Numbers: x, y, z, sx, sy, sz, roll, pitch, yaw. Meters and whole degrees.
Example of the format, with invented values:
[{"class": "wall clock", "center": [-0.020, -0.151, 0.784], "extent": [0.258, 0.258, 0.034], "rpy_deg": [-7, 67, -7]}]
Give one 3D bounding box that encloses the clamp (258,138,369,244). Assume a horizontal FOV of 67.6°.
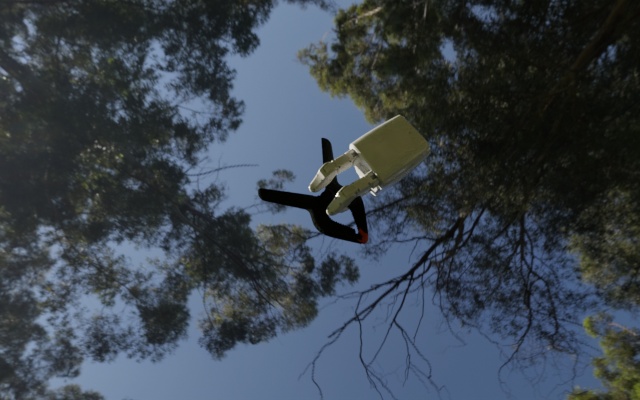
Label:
[{"class": "clamp", "center": [0.001, 0.003, 0.833], "extent": [0.164, 0.210, 0.036], "rpy_deg": [-34, -25, -7]}]
